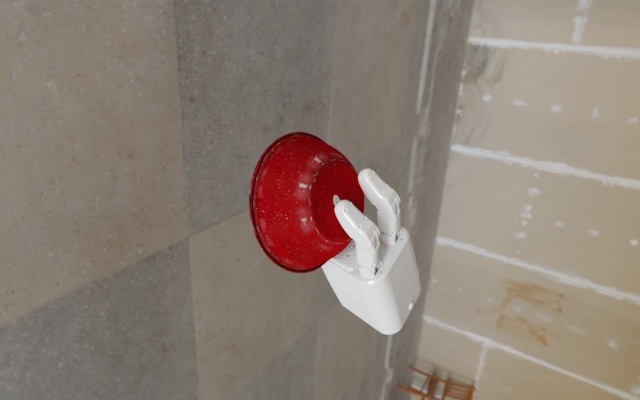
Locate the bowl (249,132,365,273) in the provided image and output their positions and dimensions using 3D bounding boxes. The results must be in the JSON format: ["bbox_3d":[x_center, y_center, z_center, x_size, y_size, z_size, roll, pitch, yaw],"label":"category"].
[{"bbox_3d":[0.000,0.001,0.528,0.055,0.162,0.162,-1,-1,43],"label":"bowl"}]
